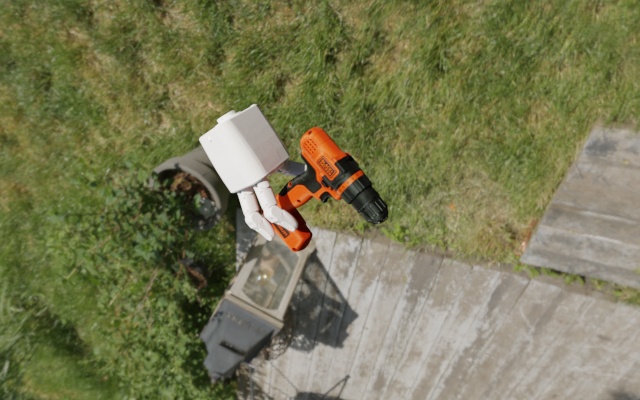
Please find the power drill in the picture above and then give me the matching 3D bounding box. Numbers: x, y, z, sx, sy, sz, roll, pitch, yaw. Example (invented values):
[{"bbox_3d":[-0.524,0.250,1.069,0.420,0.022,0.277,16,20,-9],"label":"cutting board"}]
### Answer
[{"bbox_3d":[0.000,0.003,0.781,0.188,0.184,0.057,-46,-12,32],"label":"power drill"}]
